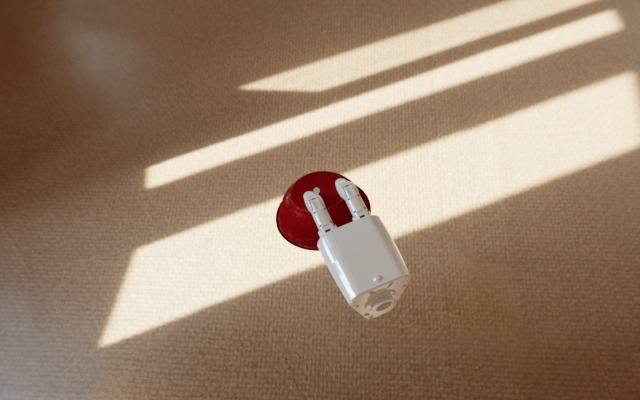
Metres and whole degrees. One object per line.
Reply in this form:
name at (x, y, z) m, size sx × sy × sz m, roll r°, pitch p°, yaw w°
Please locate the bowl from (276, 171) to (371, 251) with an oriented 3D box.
bowl at (-0.001, 0.002, 0.782) m, size 0.162 × 0.162 × 0.055 m, roll 0°, pitch -43°, yaw 12°
